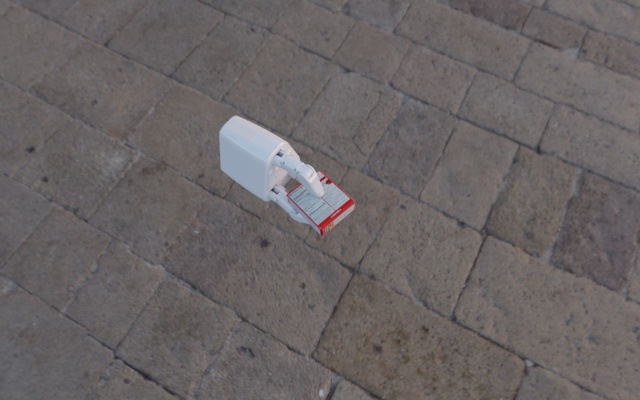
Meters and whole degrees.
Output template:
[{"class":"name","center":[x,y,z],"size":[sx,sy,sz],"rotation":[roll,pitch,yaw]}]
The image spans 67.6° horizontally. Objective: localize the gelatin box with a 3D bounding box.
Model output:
[{"class":"gelatin box","center":[0.000,0.003,0.776],"size":[0.073,0.089,0.030],"rotation":[-39,-28,-15]}]
